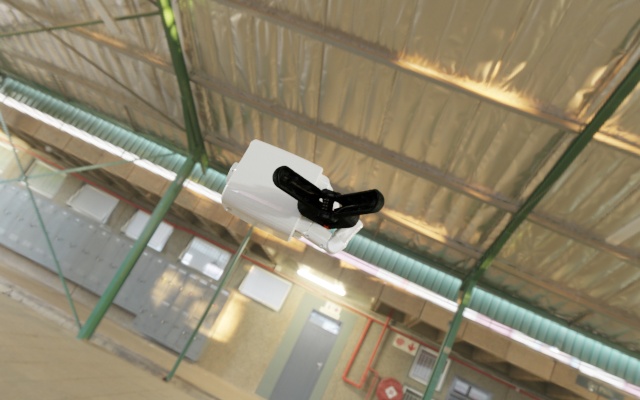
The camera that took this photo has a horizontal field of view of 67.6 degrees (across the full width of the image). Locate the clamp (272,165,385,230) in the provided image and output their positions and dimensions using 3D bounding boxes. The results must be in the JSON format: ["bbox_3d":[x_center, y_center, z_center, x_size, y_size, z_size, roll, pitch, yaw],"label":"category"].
[{"bbox_3d":[0.000,0.001,0.566,0.120,0.039,0.171,23,-16,-2],"label":"clamp"}]
